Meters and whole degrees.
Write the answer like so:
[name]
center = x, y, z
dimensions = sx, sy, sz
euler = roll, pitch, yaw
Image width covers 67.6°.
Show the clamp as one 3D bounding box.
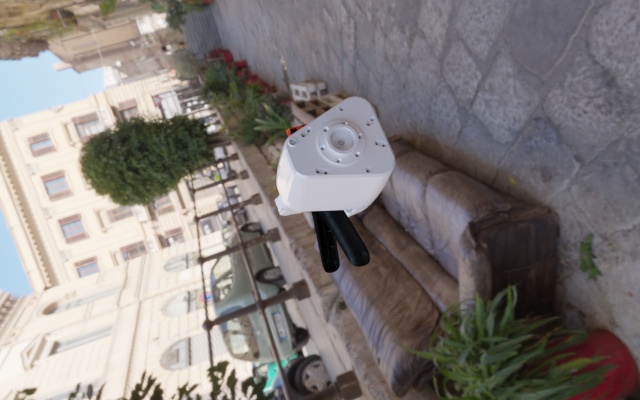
[clamp]
center = -0.001, 0.002, 0.639
dimensions = 0.036, 0.210, 0.165
euler = -17, -14, -16
